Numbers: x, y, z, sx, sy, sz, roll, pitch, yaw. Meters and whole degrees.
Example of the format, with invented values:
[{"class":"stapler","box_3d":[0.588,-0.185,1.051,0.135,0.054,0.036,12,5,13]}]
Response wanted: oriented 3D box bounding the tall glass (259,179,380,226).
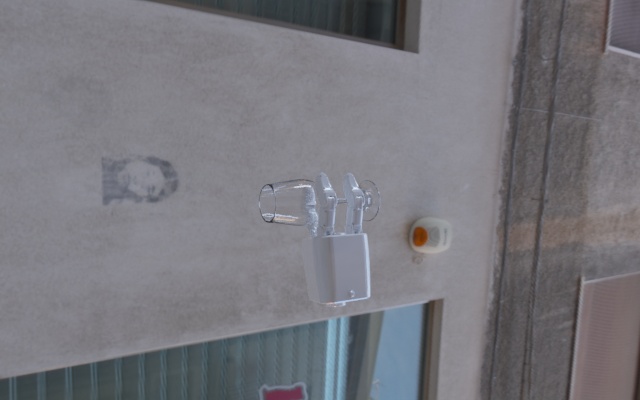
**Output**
[{"class":"tall glass","box_3d":[0.001,0.002,0.808,0.201,0.079,0.079,-1,0,-32]}]
